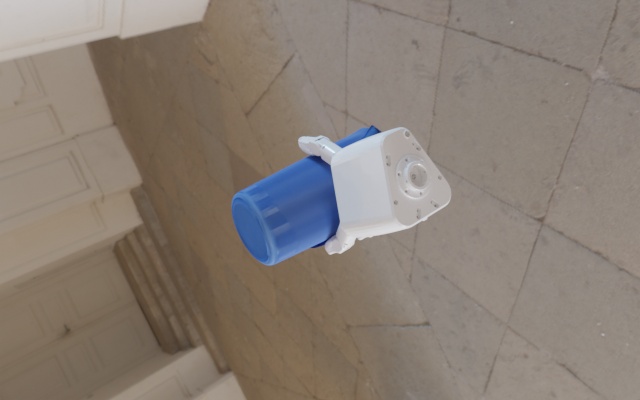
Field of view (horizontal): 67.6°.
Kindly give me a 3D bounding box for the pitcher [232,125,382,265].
[{"bbox_3d":[0.000,0.002,0.695,0.243,0.149,0.145,-27,7,-29],"label":"pitcher"}]
